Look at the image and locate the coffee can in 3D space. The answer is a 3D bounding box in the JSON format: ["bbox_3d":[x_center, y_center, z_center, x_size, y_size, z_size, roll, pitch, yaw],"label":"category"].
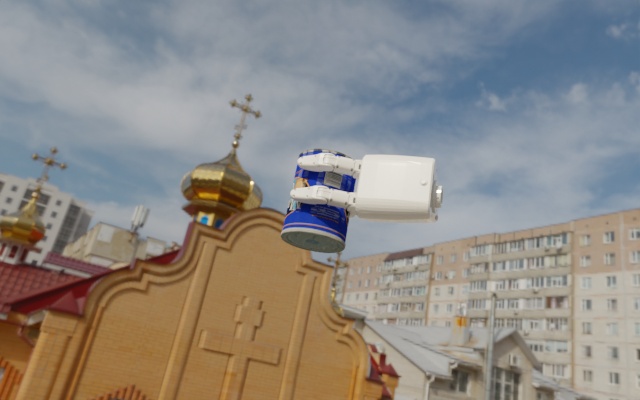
[{"bbox_3d":[0.000,0.003,0.770,0.103,0.140,0.103,10,-21,4],"label":"coffee can"}]
